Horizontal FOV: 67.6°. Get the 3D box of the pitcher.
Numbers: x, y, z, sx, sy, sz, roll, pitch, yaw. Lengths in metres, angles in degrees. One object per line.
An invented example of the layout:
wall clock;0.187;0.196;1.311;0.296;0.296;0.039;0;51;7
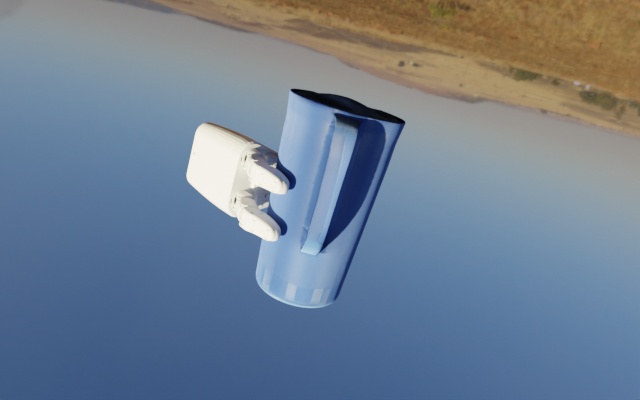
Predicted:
pitcher;0.000;0.002;0.555;0.149;0.243;0.145;-3;25;-47
